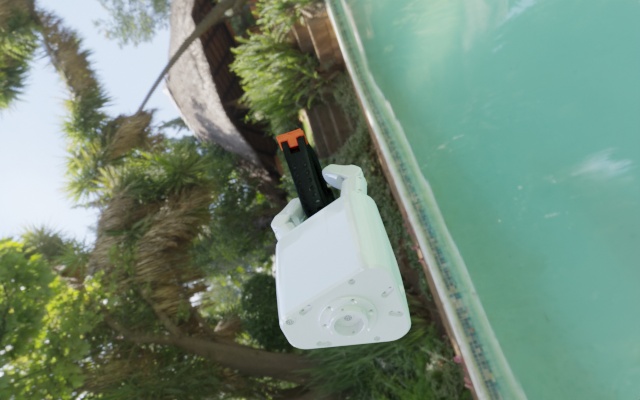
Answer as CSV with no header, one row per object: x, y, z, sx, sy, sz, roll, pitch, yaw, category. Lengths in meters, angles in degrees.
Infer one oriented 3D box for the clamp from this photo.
-0.001,0.002,0.564,0.036,0.210,0.164,-18,32,7,clamp
